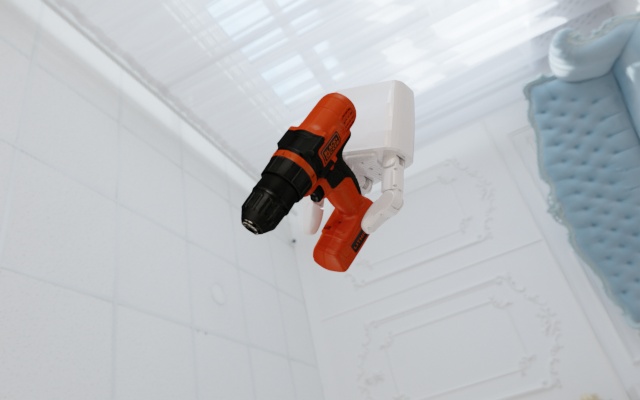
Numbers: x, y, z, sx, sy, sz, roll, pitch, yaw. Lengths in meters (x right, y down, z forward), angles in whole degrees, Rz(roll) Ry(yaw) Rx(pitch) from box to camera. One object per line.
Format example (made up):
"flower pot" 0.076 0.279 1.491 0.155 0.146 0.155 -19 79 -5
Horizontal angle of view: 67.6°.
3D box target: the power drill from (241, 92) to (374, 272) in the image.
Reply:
"power drill" 0.000 0.002 0.540 0.057 0.184 0.188 19 -30 32
